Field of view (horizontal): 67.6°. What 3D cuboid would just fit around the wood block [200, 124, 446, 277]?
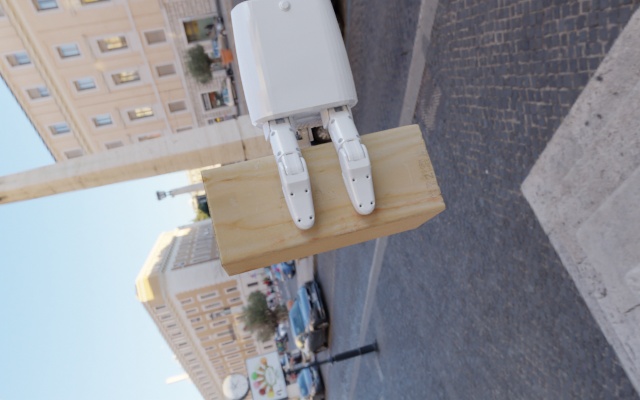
[{"bbox_3d":[0.000,0.001,0.467,0.206,0.090,0.091,-13,-12,-10],"label":"wood block"}]
